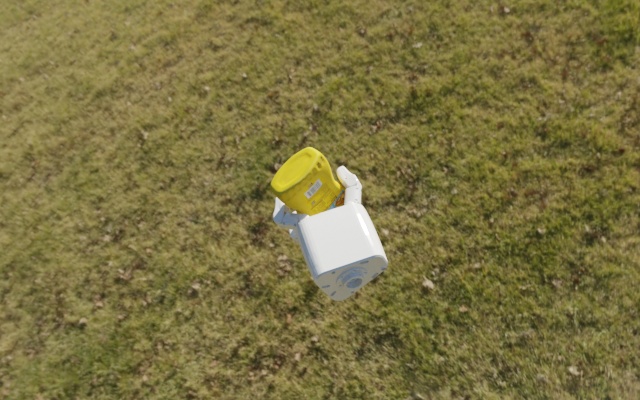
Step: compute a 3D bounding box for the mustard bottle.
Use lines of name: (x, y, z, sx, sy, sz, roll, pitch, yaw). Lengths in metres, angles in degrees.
mustard bottle: (0.000, 0.002, 0.802, 0.058, 0.096, 0.192, 36, -10, 42)
